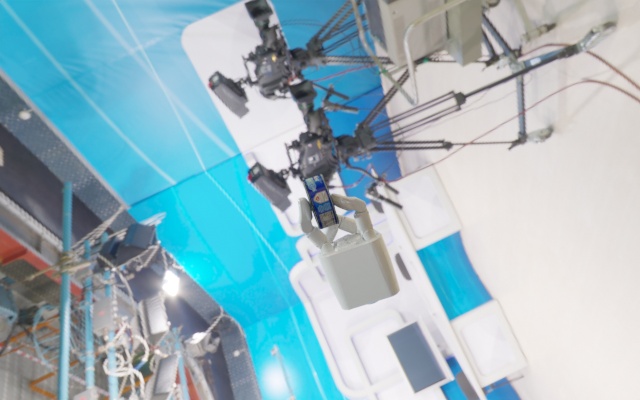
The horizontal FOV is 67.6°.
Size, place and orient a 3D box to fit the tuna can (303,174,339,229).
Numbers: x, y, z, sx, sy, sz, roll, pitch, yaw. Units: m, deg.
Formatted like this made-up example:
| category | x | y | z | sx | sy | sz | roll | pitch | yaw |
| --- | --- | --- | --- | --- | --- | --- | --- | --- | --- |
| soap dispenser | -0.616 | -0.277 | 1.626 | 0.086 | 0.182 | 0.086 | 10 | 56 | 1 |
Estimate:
| category | x | y | z | sx | sy | sz | roll | pitch | yaw |
| --- | --- | --- | --- | --- | --- | --- | --- | --- | --- |
| tuna can | 0.000 | 0.003 | 0.769 | 0.034 | 0.086 | 0.086 | -19 | 1 | -3 |
